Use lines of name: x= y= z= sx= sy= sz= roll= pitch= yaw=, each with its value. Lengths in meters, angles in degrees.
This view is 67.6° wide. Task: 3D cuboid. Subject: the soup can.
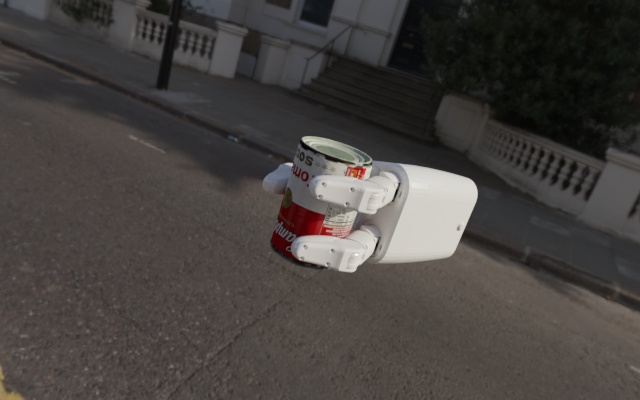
soup can: x=0.000 y=0.001 z=0.429 sx=0.068 sy=0.102 sz=0.068 roll=16 pitch=19 yaw=-5
